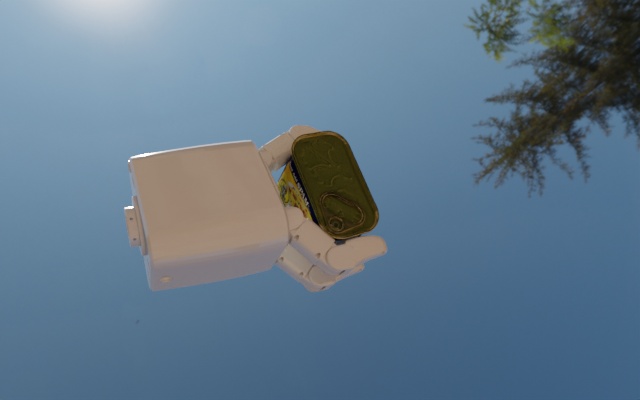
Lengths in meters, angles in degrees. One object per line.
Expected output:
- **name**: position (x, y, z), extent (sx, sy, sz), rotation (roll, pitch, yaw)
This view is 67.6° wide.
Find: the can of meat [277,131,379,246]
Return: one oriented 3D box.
- **can of meat**: position (0.000, 0.001, 0.446), extent (0.057, 0.102, 0.084), rotation (-14, -20, -25)
